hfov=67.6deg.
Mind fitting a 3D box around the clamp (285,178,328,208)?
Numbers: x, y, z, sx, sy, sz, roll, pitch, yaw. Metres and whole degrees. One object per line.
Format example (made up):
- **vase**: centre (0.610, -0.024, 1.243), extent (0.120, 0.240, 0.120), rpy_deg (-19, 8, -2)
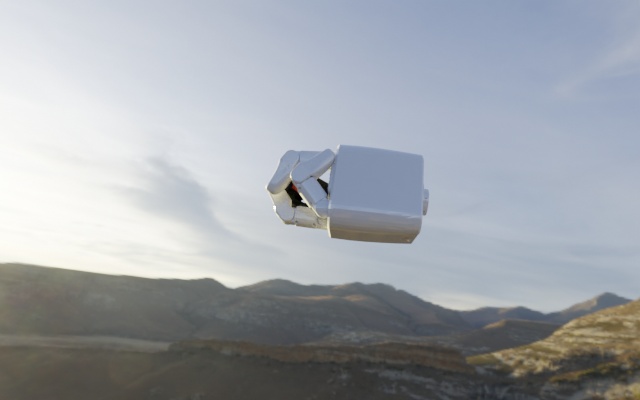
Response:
- **clamp**: centre (0.000, 0.002, 0.668), extent (0.120, 0.039, 0.171), rpy_deg (6, -14, 5)
